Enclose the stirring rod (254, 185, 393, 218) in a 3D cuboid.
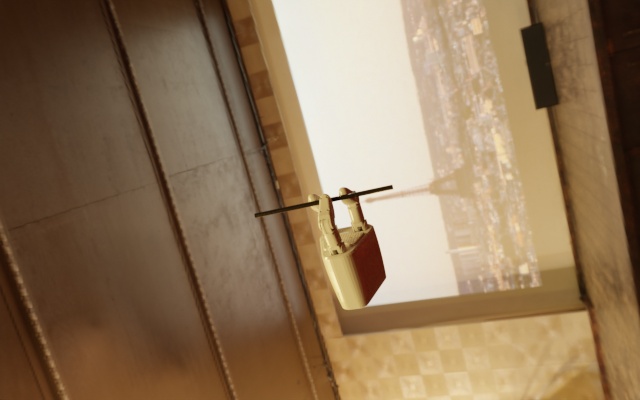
[{"bbox_3d":[0.000,0.003,0.776,0.239,0.011,0.011,-12,-4,19],"label":"stirring rod"}]
